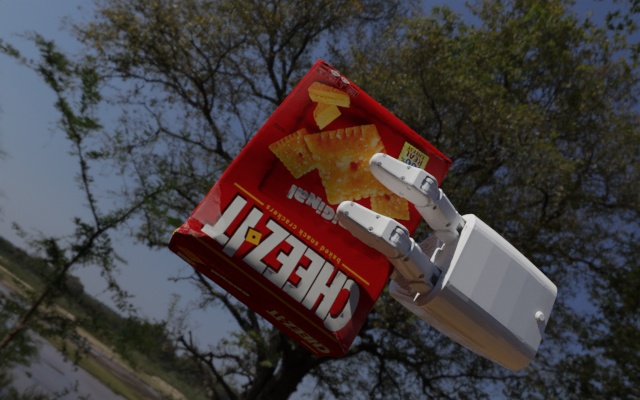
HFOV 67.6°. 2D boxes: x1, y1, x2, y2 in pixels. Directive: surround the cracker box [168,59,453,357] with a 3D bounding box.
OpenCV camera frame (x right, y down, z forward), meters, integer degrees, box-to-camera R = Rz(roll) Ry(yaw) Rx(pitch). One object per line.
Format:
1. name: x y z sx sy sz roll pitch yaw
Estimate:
1. cracker box: 0.000 0.001 0.427 0.164 0.213 0.072 37 -26 -6
